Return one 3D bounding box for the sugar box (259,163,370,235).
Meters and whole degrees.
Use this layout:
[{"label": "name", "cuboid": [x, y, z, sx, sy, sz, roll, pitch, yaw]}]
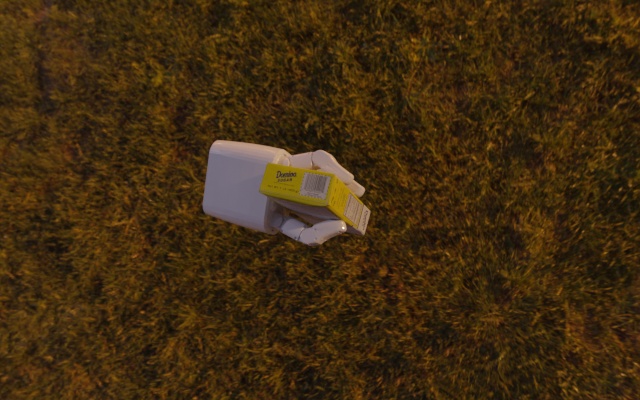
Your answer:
[{"label": "sugar box", "cuboid": [0.000, 0.002, 0.638, 0.093, 0.048, 0.176, 12, -8, 22]}]
